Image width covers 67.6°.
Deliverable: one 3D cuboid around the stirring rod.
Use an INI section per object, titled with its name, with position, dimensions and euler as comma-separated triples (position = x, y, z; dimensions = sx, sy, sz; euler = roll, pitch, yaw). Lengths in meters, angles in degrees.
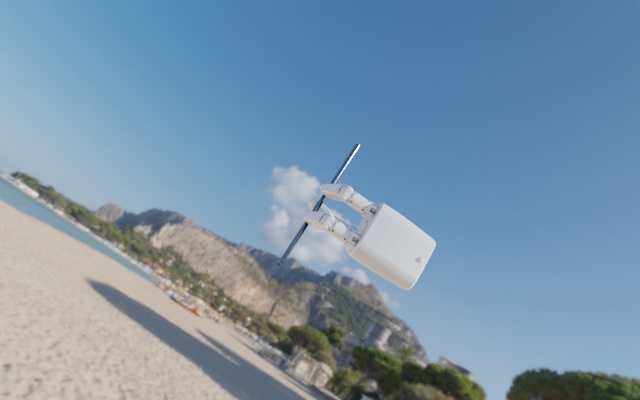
[stirring rod]
position = 0.000, 0.003, 0.767
dimensions = 0.011, 0.239, 0.011
euler = 30, -18, 11
